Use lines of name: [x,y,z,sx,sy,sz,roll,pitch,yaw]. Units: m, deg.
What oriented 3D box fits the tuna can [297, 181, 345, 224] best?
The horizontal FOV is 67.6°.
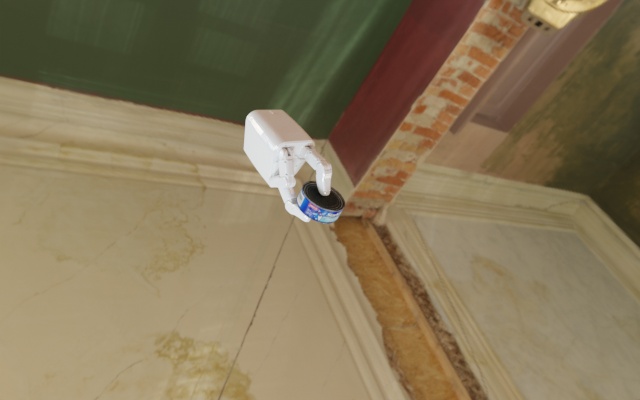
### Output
tuna can: [0.000,0.003,0.876,0.086,0.034,0.086,20,31,-13]
